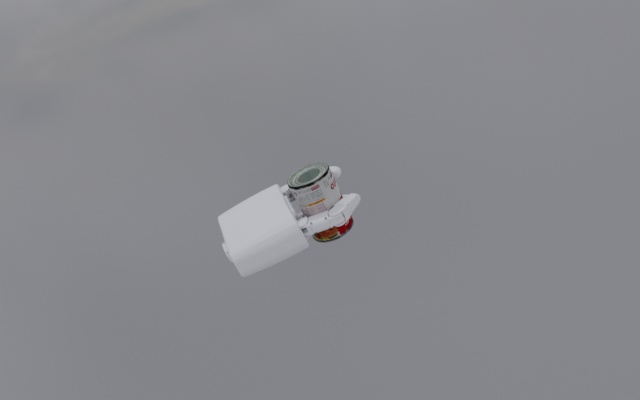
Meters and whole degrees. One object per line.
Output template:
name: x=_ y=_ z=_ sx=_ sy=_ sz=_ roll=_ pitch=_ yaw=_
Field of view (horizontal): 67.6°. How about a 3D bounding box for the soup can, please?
soup can: x=0.000 y=0.002 z=0.712 sx=0.068 sy=0.102 sz=0.068 roll=-20 pitch=28 yaw=11
